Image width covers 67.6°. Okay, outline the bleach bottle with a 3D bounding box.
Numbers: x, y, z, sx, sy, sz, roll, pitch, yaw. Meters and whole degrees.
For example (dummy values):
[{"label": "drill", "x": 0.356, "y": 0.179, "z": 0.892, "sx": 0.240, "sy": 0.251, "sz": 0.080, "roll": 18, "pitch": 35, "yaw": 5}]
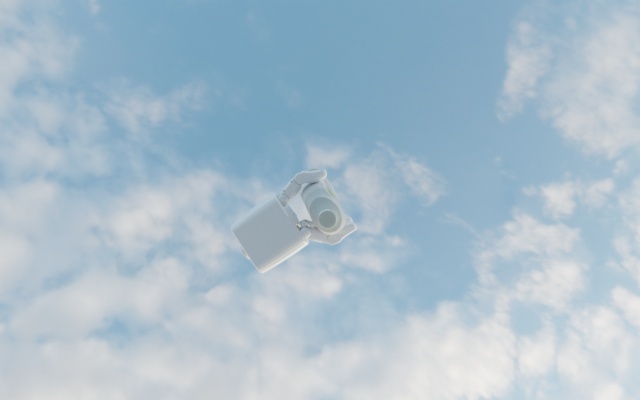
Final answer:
[{"label": "bleach bottle", "x": 0.000, "y": 0.003, "z": 0.895, "sx": 0.068, "sy": 0.102, "sz": 0.250, "roll": -35, "pitch": 10, "yaw": 3}]
